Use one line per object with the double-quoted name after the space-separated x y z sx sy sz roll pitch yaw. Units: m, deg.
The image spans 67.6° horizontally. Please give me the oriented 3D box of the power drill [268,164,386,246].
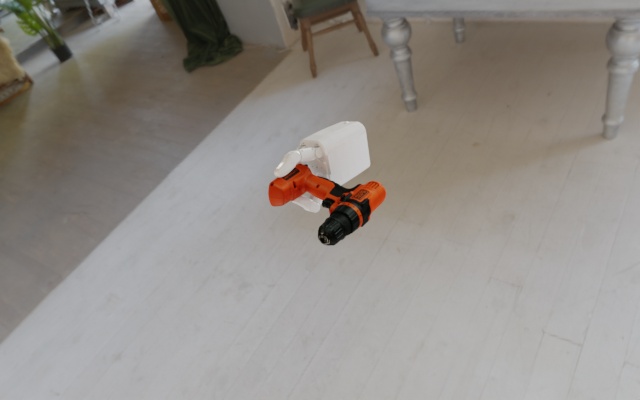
0.000 0.003 0.858 0.187 0.057 0.184 21 37 28 "power drill"
